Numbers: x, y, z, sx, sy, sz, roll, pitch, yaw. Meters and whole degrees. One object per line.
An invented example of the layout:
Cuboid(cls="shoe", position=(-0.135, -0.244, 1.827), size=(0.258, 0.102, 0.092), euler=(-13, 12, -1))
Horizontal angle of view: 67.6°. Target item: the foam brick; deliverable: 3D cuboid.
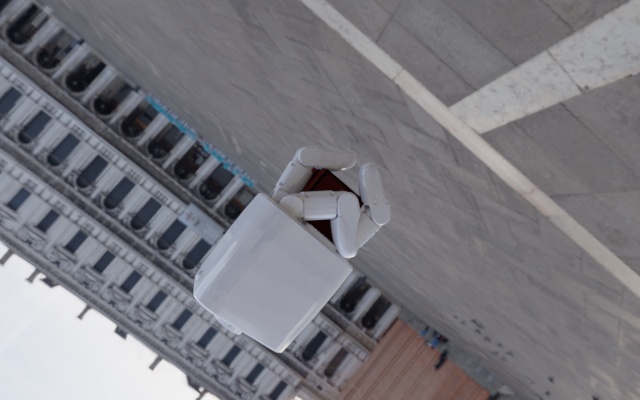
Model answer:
Cuboid(cls="foam brick", position=(0.000, 0.002, 0.488), size=(0.053, 0.051, 0.078), euler=(40, -4, -13))
